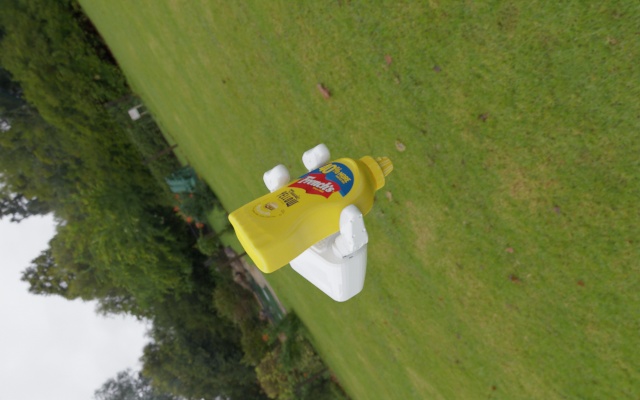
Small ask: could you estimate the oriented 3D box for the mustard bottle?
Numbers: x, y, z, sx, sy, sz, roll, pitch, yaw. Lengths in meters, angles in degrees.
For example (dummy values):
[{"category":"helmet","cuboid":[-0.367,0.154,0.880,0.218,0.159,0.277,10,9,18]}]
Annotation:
[{"category":"mustard bottle","cuboid":[0.000,0.002,0.532,0.191,0.058,0.096,-29,32,-16]}]
